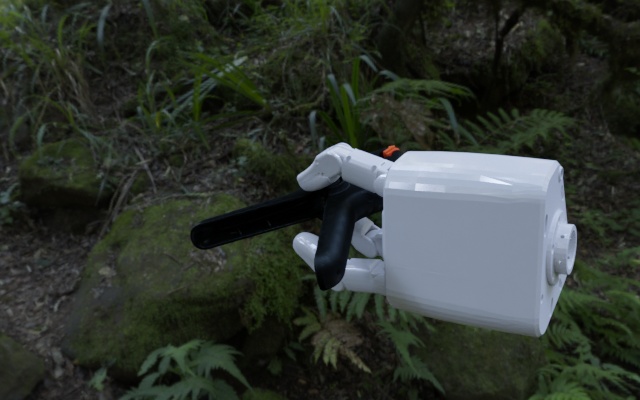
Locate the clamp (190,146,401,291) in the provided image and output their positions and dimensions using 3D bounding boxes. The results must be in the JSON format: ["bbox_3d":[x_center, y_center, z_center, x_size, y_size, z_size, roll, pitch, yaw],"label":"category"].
[{"bbox_3d":[0.000,0.000,0.422,0.164,0.036,0.210,6,29,37],"label":"clamp"}]
